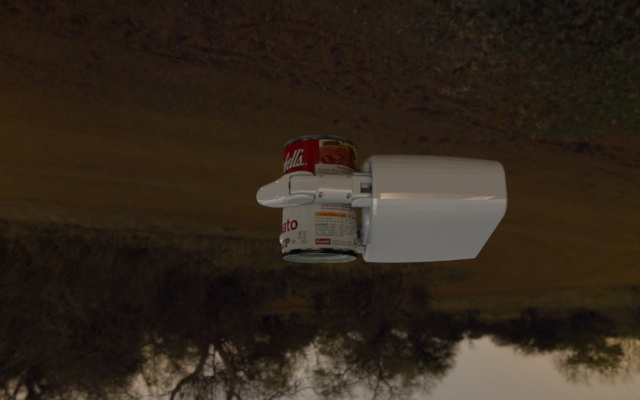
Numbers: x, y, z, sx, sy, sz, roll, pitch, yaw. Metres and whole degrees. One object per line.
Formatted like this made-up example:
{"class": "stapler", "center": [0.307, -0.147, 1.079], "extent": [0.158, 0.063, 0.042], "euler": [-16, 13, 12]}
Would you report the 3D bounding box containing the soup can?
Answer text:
{"class": "soup can", "center": [0.000, 0.002, 0.426], "extent": [0.068, 0.102, 0.068], "euler": [0, -14, 0]}
